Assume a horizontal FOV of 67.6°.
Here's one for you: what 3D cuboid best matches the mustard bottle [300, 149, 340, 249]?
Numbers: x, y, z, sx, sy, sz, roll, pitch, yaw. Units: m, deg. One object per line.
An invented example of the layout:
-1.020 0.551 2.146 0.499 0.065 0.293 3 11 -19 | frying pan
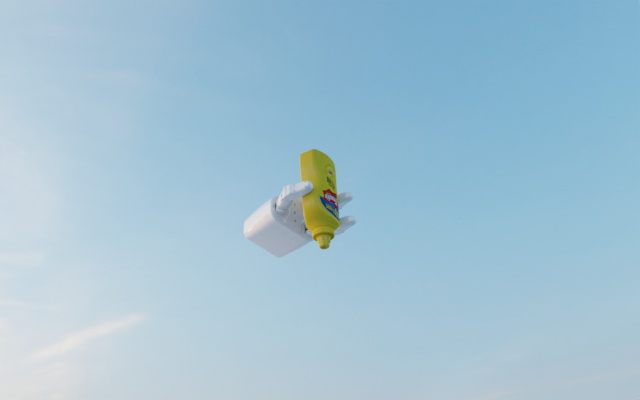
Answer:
0.000 0.003 0.900 0.058 0.191 0.096 -17 -34 21 | mustard bottle
